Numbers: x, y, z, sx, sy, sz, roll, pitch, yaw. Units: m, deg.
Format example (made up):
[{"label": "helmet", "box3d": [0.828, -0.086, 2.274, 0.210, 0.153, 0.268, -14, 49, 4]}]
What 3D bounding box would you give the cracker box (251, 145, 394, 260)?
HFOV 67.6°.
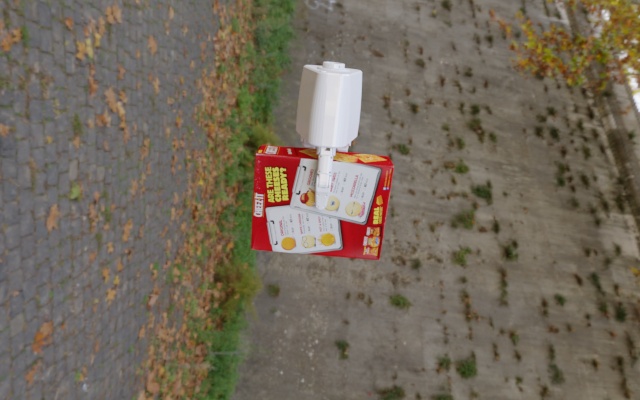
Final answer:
[{"label": "cracker box", "box3d": [0.000, 0.003, 0.779, 0.214, 0.164, 0.072, 5, 19, -2]}]
